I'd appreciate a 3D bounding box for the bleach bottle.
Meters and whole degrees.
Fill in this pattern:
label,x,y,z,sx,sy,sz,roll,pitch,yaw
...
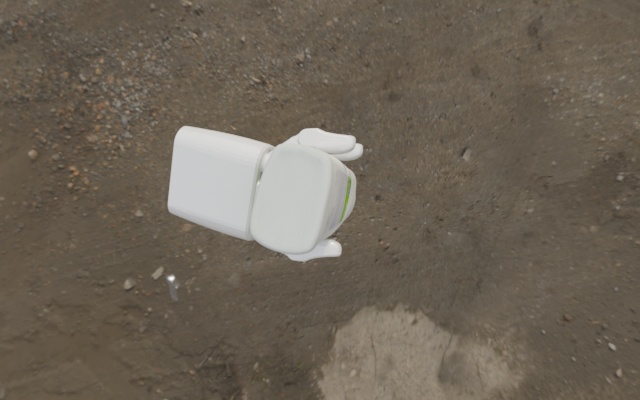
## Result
label,x,y,z,sx,sy,sz,roll,pitch,yaw
bleach bottle,0.000,0.002,0.543,0.068,0.102,0.251,15,1,12
